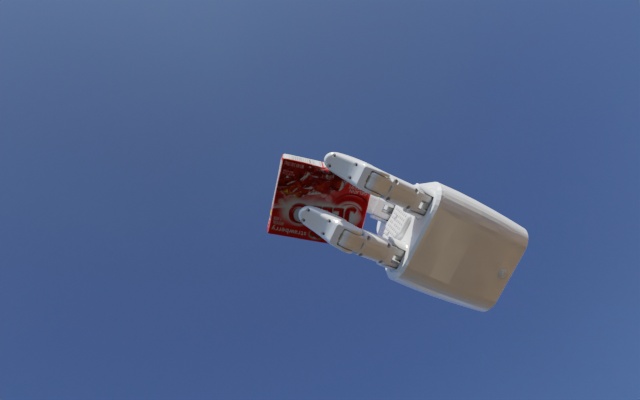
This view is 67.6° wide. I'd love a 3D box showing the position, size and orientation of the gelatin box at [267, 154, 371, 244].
[{"bbox_3d":[0.000,0.001,0.453,0.089,0.073,0.030,11,13,-7],"label":"gelatin box"}]
